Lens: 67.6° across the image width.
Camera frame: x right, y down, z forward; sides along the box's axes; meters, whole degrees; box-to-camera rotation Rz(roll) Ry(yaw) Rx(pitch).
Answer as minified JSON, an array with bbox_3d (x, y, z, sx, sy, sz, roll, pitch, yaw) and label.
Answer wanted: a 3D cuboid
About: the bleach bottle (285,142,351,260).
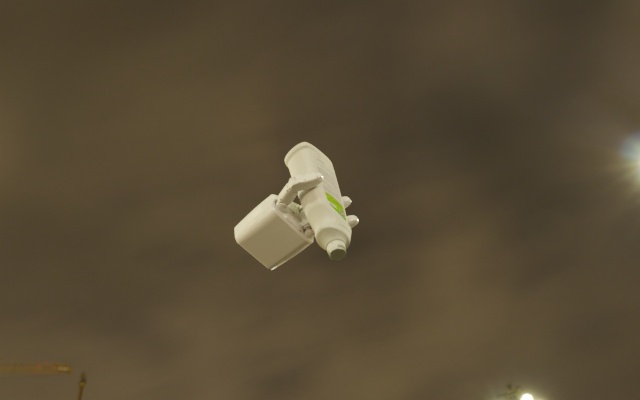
[{"bbox_3d":[0.000,0.003,0.875,0.068,0.250,0.103,-40,-51,21],"label":"bleach bottle"}]
